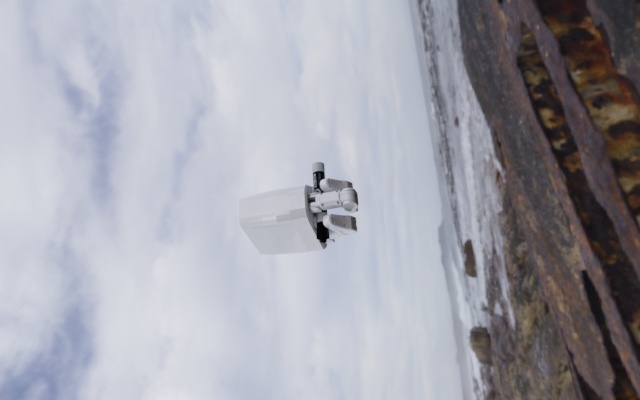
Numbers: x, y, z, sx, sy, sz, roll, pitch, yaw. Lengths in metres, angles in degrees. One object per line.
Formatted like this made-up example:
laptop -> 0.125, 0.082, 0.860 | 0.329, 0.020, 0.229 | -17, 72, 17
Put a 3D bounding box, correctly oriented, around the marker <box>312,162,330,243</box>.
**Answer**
marker -> 0.000, 0.002, 0.689 | 0.020, 0.121, 0.020 | -3, -21, -1
